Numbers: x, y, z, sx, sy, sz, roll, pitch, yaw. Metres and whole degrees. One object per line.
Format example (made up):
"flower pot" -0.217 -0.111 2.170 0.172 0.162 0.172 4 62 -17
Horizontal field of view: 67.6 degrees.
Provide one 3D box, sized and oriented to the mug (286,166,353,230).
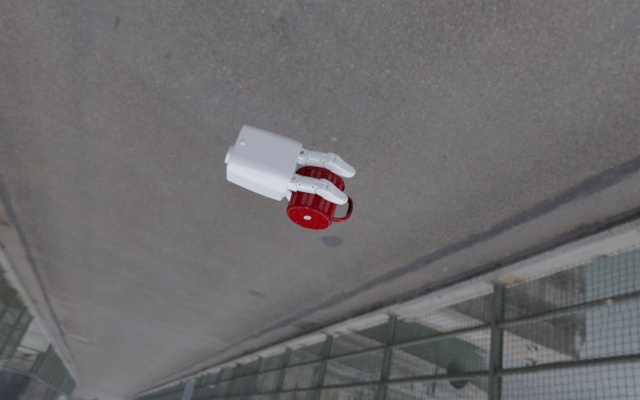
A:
"mug" 0.001 0.003 0.839 0.117 0.081 0.093 20 -29 -6
